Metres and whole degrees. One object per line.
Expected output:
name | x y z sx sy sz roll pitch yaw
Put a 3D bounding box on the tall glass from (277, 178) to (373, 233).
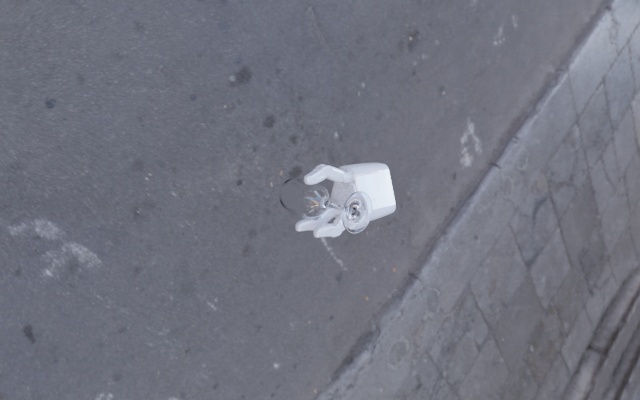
tall glass | 0.000 0.003 0.896 0.079 0.079 0.201 0 10 -42
